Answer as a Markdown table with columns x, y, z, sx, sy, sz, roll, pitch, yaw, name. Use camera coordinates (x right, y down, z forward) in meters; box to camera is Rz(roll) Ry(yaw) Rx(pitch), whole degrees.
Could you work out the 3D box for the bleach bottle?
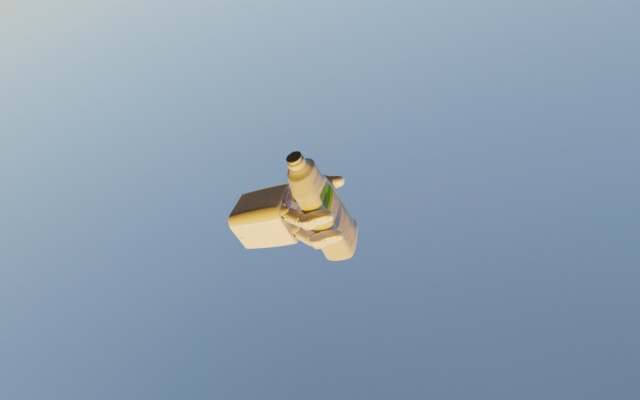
| x | y | z | sx | sy | sz | roll | pitch | yaw | name |
| --- | --- | --- | --- | --- | --- | --- | --- | --- | --- |
| 0.000 | 0.003 | 0.880 | 0.068 | 0.102 | 0.251 | -10 | -44 | 19 | bleach bottle |
